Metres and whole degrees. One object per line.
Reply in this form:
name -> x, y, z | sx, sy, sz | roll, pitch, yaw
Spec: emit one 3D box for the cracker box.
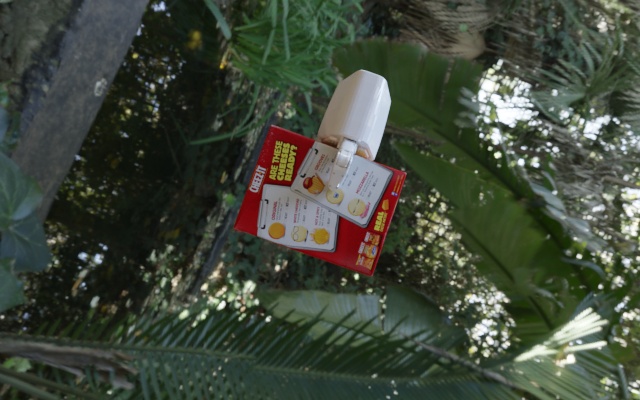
cracker box -> 0.000, 0.002, 0.722 | 0.214, 0.164, 0.072 | 19, -7, -1
